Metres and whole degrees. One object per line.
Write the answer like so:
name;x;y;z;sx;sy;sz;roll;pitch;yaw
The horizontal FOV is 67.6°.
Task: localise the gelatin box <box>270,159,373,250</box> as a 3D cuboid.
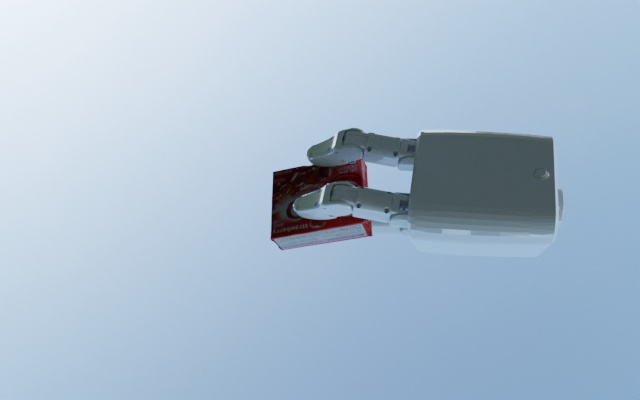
gelatin box;0.000;0.002;0.437;0.089;0.073;0.030;-11;-33;14
